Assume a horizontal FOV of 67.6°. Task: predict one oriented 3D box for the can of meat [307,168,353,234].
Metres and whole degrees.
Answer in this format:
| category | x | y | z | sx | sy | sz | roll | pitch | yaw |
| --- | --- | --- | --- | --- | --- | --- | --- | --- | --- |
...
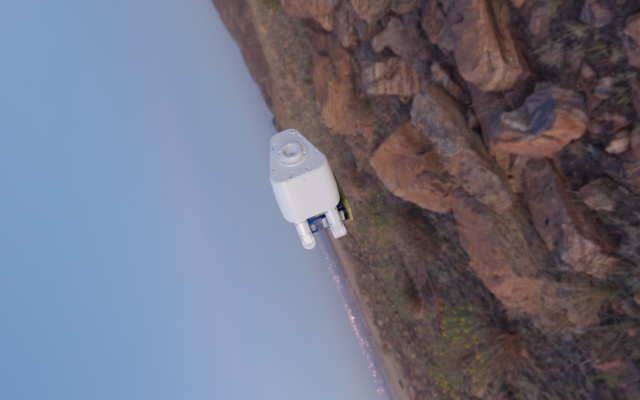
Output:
| category | x | y | z | sx | sy | sz | roll | pitch | yaw |
| --- | --- | --- | --- | --- | --- | --- | --- | --- | --- |
| can of meat | 0.000 | 0.003 | 0.862 | 0.084 | 0.102 | 0.057 | -22 | -33 | -3 |
